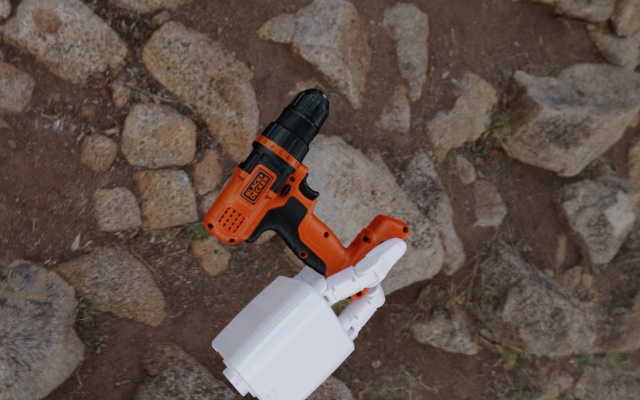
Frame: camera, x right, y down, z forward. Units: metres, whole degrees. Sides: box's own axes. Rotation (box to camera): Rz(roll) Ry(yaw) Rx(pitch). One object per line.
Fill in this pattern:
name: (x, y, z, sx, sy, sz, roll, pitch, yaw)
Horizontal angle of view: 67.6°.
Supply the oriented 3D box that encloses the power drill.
power drill: (0.000, 0.002, 0.506, 0.188, 0.184, 0.057, 37, -1, -12)
